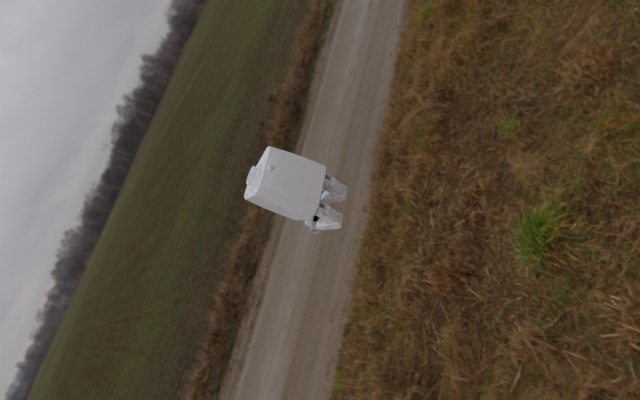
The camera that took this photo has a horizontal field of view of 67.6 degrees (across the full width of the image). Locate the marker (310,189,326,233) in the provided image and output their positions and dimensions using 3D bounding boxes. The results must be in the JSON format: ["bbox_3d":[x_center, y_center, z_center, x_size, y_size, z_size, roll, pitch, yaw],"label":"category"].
[{"bbox_3d":[0.000,0.003,0.885,0.020,0.121,0.020,9,-28,5],"label":"marker"}]
